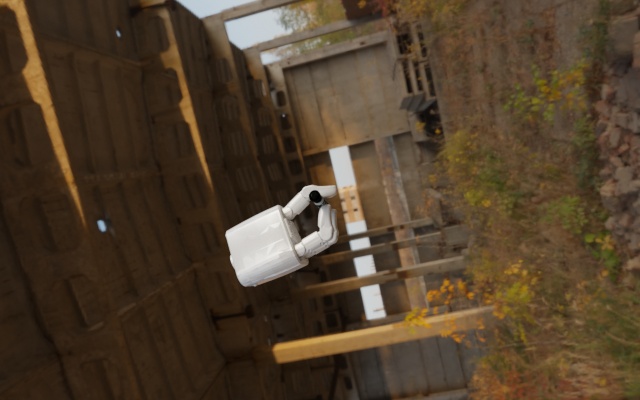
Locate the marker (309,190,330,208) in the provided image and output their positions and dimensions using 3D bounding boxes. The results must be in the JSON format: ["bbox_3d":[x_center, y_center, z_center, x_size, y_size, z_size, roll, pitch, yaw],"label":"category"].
[{"bbox_3d":[0.000,0.003,0.789,0.020,0.020,0.121,0,-10,10],"label":"marker"}]
